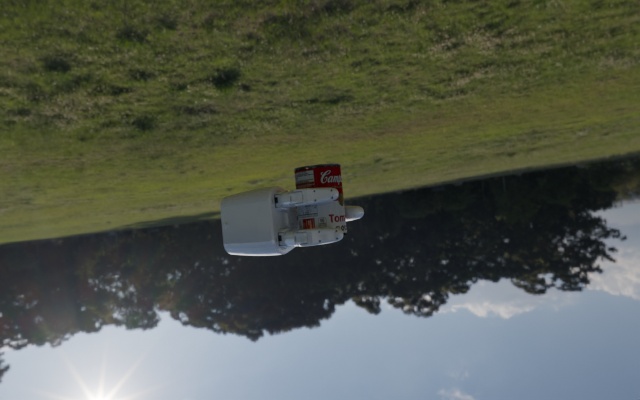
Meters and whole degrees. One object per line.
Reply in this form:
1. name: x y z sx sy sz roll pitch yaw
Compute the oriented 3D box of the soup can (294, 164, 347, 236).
1. soup can: 0.001 0.002 0.684 0.068 0.102 0.068 -6 -2 0
